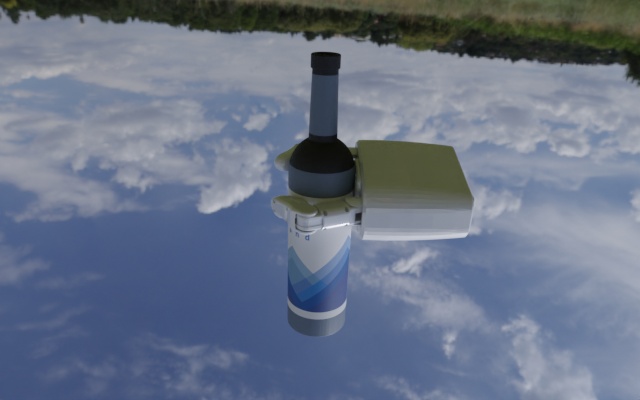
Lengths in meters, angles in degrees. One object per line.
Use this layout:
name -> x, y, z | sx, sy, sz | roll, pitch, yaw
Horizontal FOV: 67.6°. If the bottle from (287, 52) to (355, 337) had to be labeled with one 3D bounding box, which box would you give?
bottle -> 0.000, 0.002, 0.491 | 0.069, 0.296, 0.069 | 2, 24, -1
